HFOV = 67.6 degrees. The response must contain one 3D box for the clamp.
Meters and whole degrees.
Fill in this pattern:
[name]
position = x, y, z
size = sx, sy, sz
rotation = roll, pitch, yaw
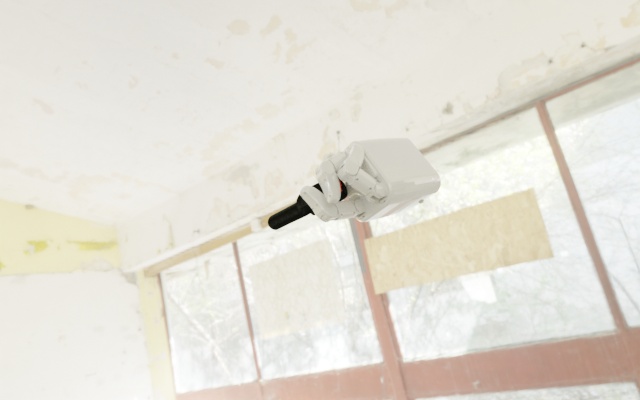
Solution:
[clamp]
position = 0.000, 0.002, 0.749
size = 0.120, 0.039, 0.171
rotation = -18, -9, -35
